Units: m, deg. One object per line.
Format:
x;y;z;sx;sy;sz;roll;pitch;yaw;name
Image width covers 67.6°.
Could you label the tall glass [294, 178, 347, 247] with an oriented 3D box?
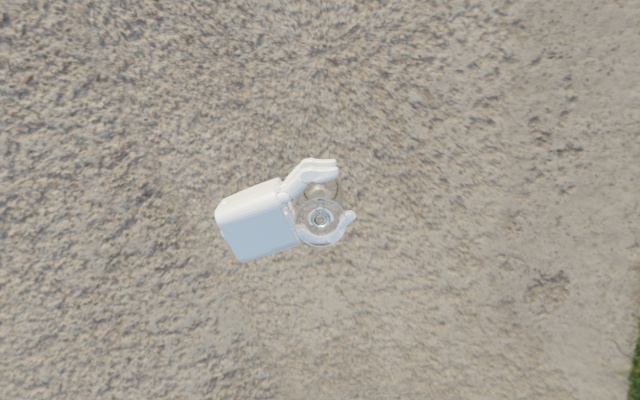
0.000;0.003;0.762;0.079;0.079;0.201;0;17;1;tall glass
